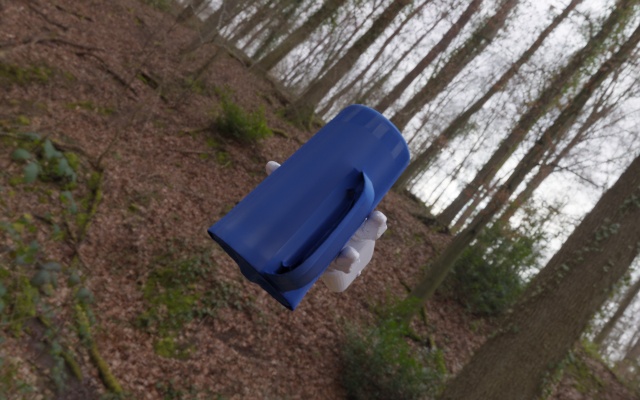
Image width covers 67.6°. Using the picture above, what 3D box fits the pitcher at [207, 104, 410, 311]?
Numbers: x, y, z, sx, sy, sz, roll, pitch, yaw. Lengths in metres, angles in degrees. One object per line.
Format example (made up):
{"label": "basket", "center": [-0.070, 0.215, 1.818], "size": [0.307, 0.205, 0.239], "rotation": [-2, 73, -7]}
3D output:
{"label": "pitcher", "center": [0.000, 0.002, 0.562], "size": [0.149, 0.242, 0.145], "rotation": [37, -16, 22]}
